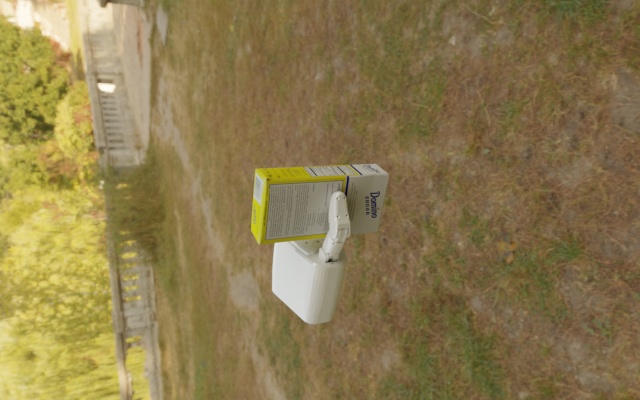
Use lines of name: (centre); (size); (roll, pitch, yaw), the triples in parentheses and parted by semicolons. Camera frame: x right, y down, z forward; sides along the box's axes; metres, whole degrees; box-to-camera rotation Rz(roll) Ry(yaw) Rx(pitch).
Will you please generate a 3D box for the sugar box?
sugar box: (0.000, 0.002, 0.637); (0.176, 0.093, 0.048); (-5, 29, -26)
